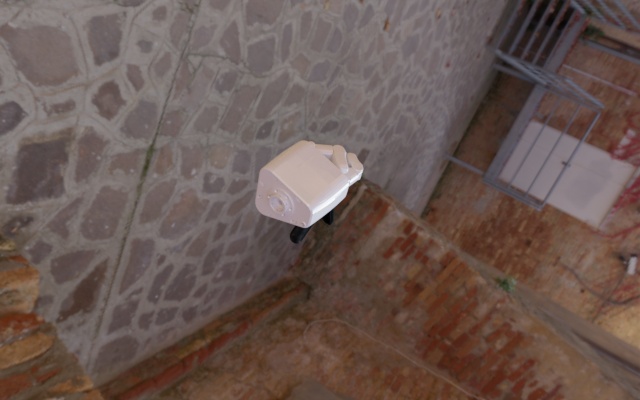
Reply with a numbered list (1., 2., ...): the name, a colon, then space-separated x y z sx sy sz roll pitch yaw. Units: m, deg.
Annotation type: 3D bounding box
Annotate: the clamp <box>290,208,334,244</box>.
1. clamp: 0.001 0.003 0.856 0.039 0.172 0.120 30 41 18
